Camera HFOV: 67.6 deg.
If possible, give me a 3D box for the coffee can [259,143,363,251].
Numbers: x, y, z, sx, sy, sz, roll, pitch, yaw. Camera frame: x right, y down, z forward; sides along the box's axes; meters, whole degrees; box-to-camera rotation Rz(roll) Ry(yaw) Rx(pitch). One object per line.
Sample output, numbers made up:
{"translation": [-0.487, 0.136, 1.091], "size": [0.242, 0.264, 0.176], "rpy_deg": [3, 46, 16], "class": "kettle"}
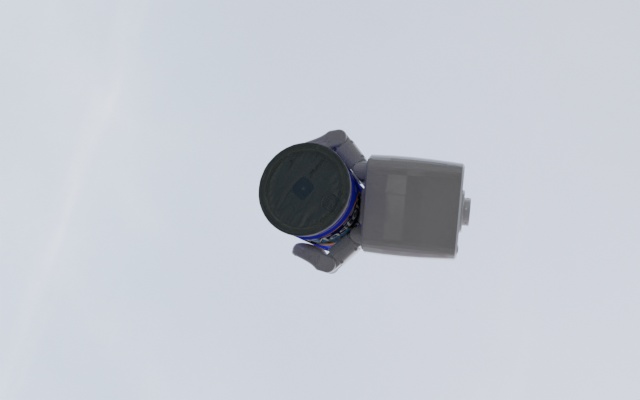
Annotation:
{"translation": [0.000, 0.002, 0.571], "size": [0.103, 0.102, 0.140], "rpy_deg": [0, -12, 16], "class": "coffee can"}
